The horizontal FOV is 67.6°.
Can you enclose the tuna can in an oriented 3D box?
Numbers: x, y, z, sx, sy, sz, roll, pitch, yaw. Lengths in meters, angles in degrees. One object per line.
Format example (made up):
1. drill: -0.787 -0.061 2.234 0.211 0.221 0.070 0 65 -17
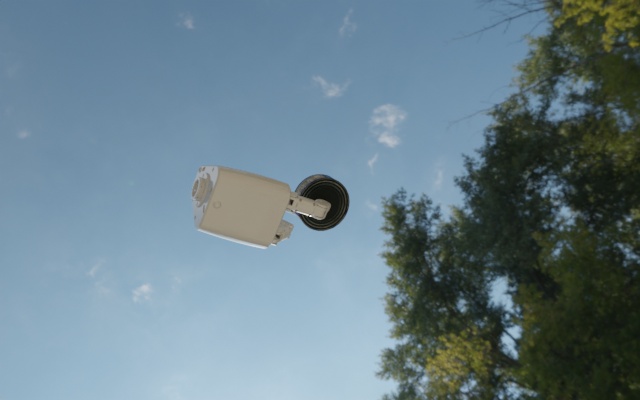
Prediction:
1. tuna can: 0.000 0.002 0.751 0.086 0.086 0.033 0 17 -22
